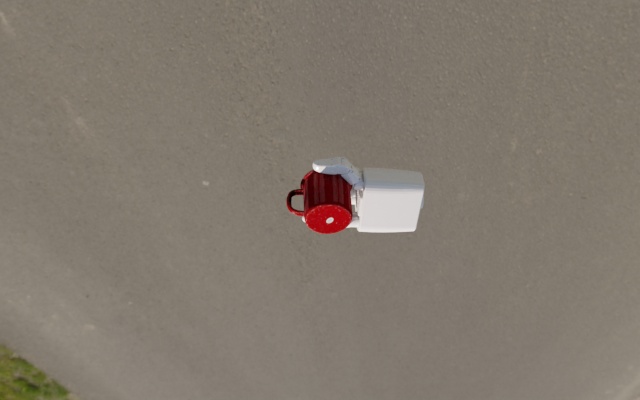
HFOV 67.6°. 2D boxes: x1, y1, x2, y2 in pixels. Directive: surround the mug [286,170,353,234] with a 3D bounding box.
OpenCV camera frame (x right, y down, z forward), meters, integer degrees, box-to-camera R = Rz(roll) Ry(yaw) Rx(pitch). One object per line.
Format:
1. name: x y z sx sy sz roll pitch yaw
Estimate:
1. mug: -0.001 0.003 0.818 0.117 0.081 0.093 1 -42 -4
